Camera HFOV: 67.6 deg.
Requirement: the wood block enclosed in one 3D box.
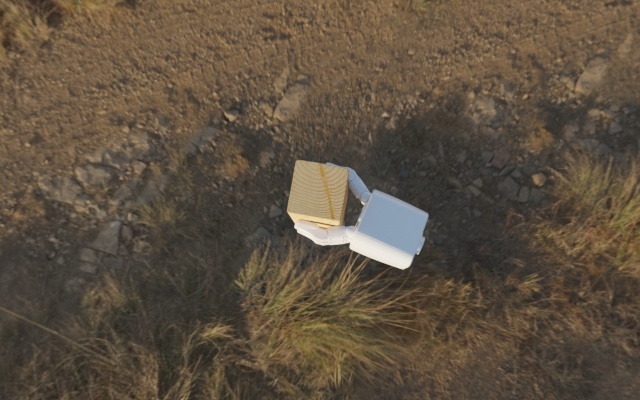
[{"bbox_3d":[0.001,0.003,0.867,0.090,0.091,0.206,10,-11,4],"label":"wood block"}]
